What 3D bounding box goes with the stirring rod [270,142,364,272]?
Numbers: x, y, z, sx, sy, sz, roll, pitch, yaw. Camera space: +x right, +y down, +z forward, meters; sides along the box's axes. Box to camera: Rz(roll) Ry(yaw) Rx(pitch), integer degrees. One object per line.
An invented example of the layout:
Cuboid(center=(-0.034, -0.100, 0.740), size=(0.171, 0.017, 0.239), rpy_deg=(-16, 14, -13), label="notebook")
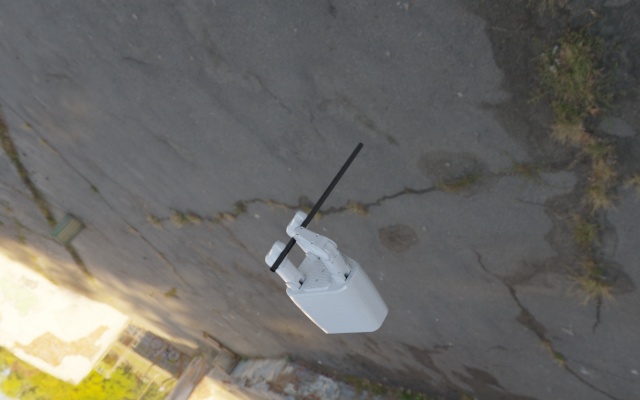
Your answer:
Cuboid(center=(0.000, 0.002, 0.661), size=(0.011, 0.239, 0.011), rpy_deg=(26, -30, 16), label="stirring rod")
